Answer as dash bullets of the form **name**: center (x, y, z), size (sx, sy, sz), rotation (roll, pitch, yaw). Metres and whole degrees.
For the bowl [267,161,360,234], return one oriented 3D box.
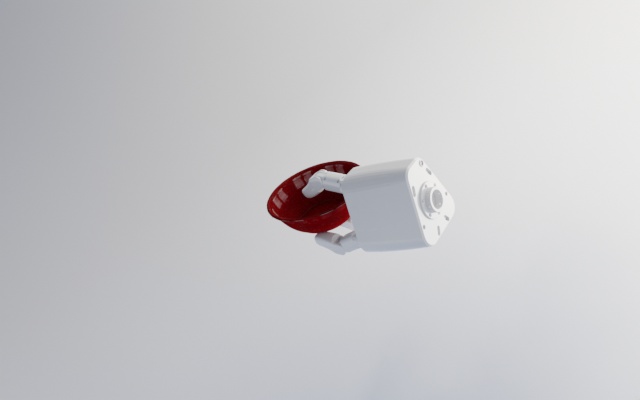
- **bowl**: center (-0.001, 0.003, 0.748), size (0.162, 0.055, 0.162), rotation (-16, 30, 10)
